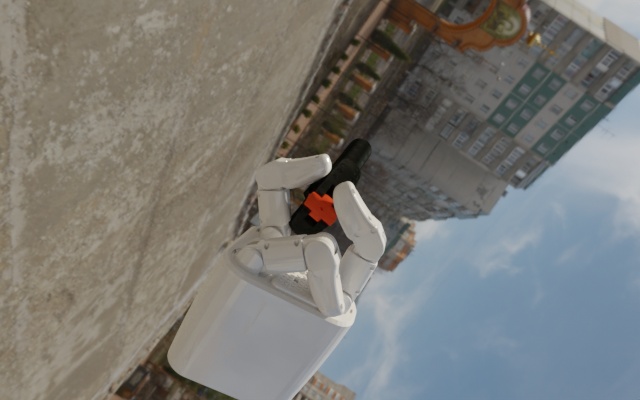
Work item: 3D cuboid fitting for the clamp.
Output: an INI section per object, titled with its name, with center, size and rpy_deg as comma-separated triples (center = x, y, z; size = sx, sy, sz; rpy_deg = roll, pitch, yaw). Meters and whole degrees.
[clamp]
center = 0.001, 0.002, 0.443
size = 0.039, 0.120, 0.171
rpy_deg = 34, 18, 2
